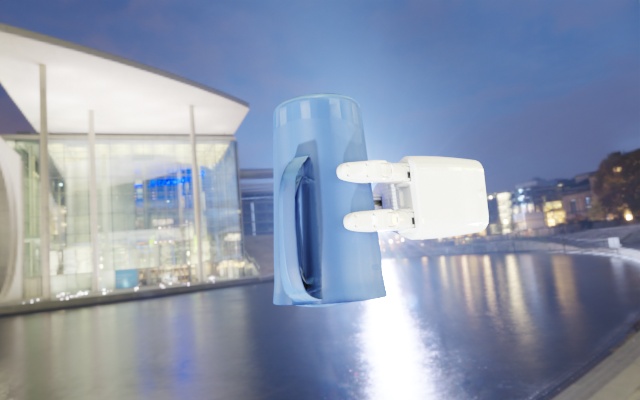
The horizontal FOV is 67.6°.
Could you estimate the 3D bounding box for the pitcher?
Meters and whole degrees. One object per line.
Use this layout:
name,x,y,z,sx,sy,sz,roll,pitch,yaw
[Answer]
pitcher,0.000,0.002,0.562,0.145,0.243,0.149,-2,-8,-22
